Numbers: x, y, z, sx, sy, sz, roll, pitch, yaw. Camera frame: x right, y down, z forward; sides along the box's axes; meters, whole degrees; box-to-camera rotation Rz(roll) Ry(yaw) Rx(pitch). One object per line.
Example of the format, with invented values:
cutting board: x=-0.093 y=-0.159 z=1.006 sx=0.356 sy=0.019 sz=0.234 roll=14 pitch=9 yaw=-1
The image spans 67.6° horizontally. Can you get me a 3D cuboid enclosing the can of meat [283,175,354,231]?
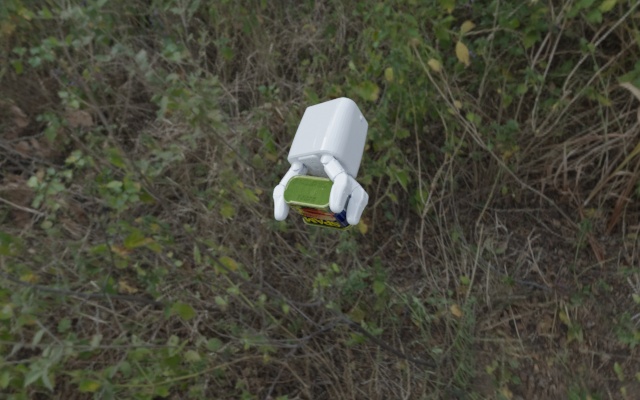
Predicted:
can of meat: x=0.000 y=0.002 z=0.777 sx=0.102 sy=0.057 sz=0.084 roll=8 pitch=-22 yaw=31
